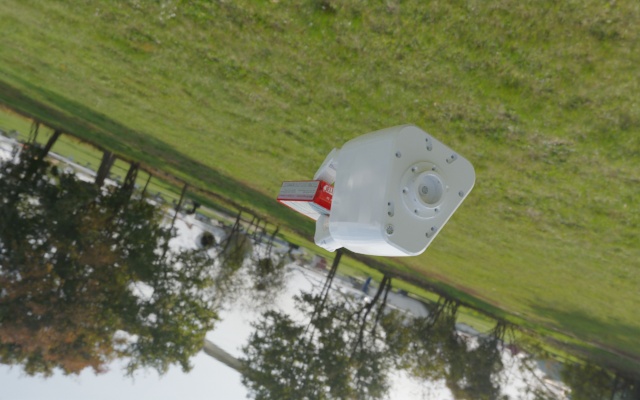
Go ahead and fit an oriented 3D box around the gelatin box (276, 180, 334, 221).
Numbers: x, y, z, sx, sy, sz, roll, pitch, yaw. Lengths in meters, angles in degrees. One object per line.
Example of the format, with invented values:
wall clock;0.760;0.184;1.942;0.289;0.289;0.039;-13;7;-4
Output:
gelatin box;0.000;0.002;0.584;0.073;0.030;0.089;28;-15;-32
